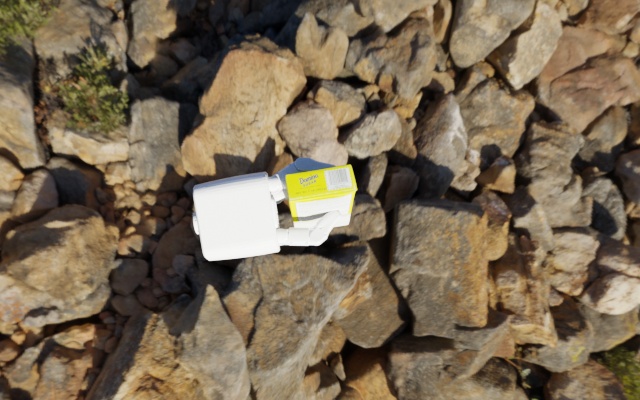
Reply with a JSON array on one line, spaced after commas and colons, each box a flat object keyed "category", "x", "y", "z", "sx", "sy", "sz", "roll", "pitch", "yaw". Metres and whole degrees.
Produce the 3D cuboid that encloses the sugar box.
[{"category": "sugar box", "x": 0.000, "y": 0.002, "z": 0.717, "sx": 0.093, "sy": 0.048, "sz": 0.176, "roll": -8, "pitch": -15, "yaw": -4}]
